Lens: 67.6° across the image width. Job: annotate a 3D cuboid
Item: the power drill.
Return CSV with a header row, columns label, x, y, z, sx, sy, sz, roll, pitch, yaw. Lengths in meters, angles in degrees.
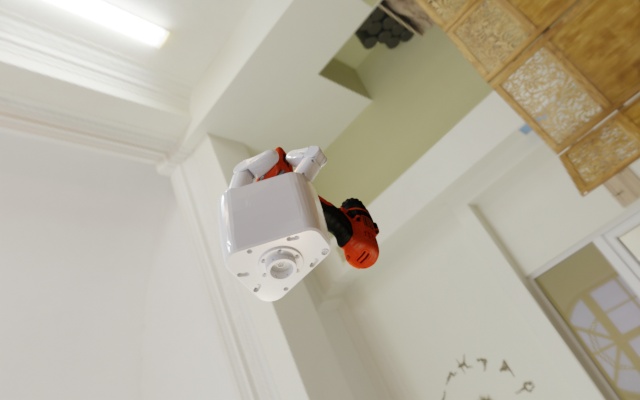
label,x,y,z,sx,sy,sz,roll,pitch,yaw
power drill,0.000,0.002,0.680,0.188,0.057,0.184,34,15,-13
